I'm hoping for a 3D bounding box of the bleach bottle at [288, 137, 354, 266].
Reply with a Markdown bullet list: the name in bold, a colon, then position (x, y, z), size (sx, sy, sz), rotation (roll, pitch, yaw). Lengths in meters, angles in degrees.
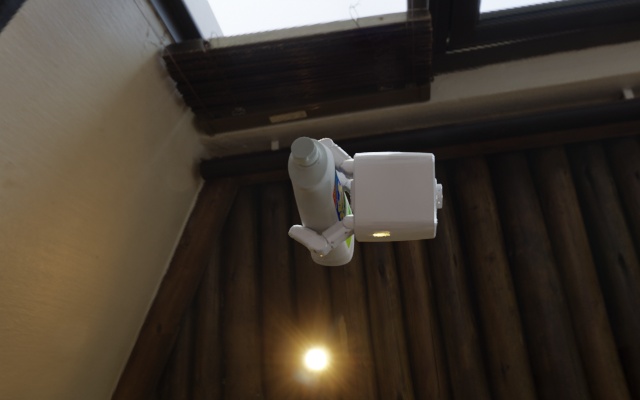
- **bleach bottle**: position (0.000, 0.002, 0.656), size (0.068, 0.102, 0.251), rotation (-1, -26, 11)
